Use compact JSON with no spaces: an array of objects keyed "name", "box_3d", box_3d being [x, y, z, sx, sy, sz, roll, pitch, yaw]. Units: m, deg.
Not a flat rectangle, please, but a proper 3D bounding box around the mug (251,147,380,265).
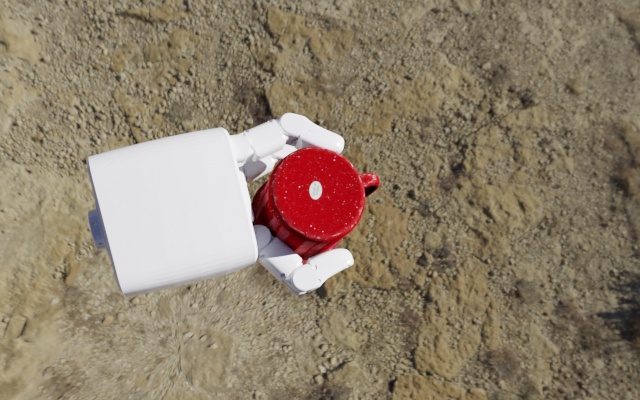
[{"name":"mug","box_3d":[0.001,0.001,0.421,0.117,0.093,0.081,-16,-12,-19]}]
